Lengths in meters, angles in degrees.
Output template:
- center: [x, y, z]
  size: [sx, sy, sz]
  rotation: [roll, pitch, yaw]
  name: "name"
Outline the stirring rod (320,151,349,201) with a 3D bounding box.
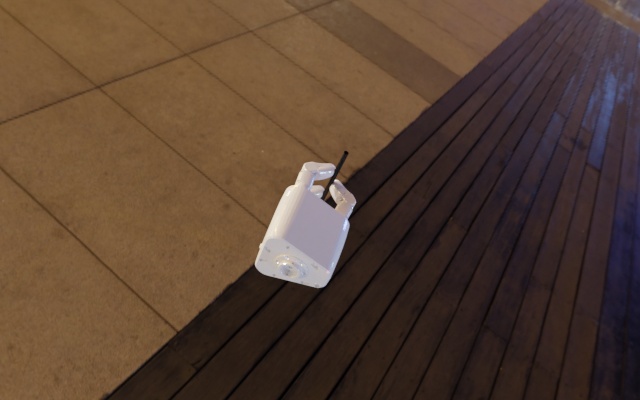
- center: [0.000, 0.003, 0.814]
  size: [0.011, 0.011, 0.240]
  rotation: [0, -39, -25]
  name: "stirring rod"
